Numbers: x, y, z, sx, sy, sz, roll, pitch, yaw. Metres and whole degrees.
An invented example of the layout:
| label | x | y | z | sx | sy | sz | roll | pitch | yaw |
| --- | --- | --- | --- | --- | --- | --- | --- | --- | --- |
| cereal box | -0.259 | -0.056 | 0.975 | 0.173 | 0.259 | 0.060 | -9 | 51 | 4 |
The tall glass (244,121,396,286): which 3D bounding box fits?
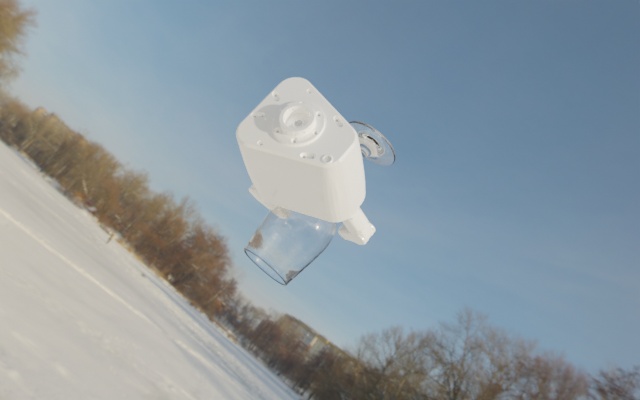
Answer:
| label | x | y | z | sx | sy | sz | roll | pitch | yaw |
| --- | --- | --- | --- | --- | --- | --- | --- | --- | --- |
| tall glass | 0.001 | 0.001 | 0.555 | 0.079 | 0.201 | 0.079 | 36 | -18 | 14 |
